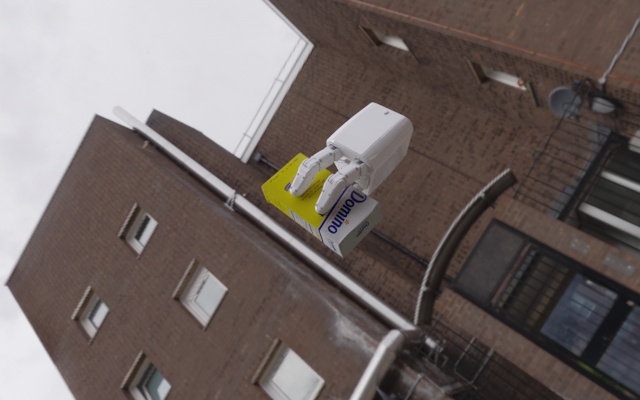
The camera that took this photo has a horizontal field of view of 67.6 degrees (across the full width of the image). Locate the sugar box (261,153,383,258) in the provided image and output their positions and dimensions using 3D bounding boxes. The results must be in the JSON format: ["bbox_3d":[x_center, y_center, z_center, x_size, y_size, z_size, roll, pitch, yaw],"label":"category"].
[{"bbox_3d":[0.000,0.002,0.742,0.176,0.093,0.048,33,-23,34],"label":"sugar box"}]
